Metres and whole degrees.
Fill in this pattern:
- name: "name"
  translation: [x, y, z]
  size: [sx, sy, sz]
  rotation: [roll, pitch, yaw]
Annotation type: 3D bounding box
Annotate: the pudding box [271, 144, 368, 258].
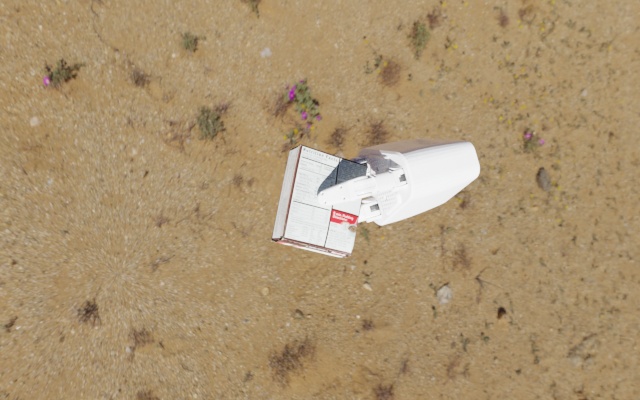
- name: "pudding box"
  translation: [0.000, 0.002, 0.548]
  size: [0.090, 0.113, 0.039]
  rotation: [16, -14, -22]
